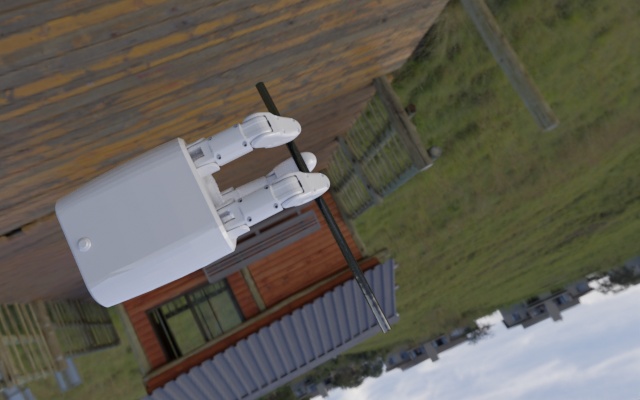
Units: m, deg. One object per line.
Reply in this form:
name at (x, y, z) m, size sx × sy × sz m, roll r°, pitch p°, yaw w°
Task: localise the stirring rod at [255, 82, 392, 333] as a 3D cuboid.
stirring rod at (0.000, 0.001, 0.410) m, size 0.011 × 0.239 × 0.011 m, roll -27°, pitch -9°, yaw -5°
